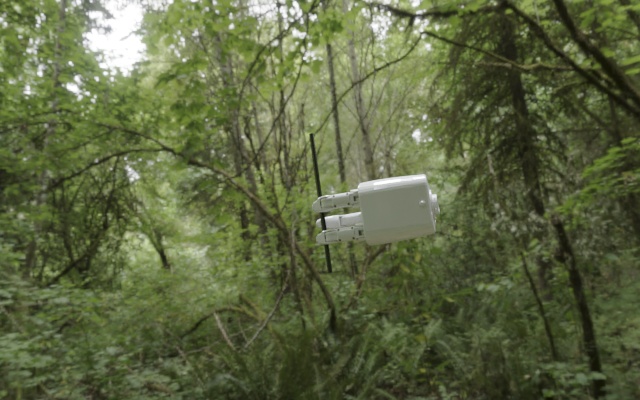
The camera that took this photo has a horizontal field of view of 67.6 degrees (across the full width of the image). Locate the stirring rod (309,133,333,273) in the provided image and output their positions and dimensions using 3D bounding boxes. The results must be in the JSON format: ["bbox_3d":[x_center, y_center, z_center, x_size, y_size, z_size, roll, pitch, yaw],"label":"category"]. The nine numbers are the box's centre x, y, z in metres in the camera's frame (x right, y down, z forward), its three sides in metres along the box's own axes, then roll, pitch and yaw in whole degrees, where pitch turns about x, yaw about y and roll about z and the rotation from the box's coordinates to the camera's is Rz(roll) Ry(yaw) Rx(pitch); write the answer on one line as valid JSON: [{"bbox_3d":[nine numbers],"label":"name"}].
[{"bbox_3d":[0.000,0.003,0.812,0.011,0.239,0.011,-8,-7,-1],"label":"stirring rod"}]
